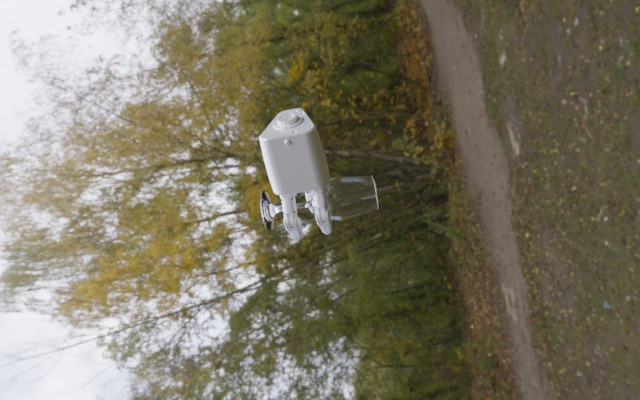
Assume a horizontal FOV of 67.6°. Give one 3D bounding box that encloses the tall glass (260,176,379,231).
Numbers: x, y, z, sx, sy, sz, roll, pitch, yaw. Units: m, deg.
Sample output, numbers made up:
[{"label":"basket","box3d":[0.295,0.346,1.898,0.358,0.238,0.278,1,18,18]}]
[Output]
[{"label":"tall glass","box3d":[-0.001,0.003,0.846,0.201,0.079,0.079,-9,-1,8]}]
